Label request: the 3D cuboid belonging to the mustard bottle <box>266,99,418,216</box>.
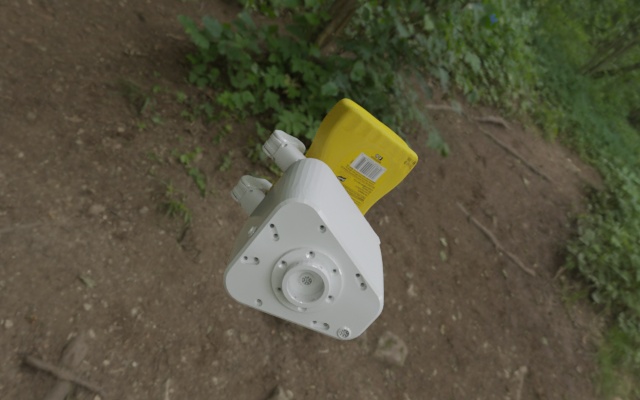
[{"bbox_3d":[0.000,0.001,0.472,0.096,0.192,0.058,30,19,-32],"label":"mustard bottle"}]
